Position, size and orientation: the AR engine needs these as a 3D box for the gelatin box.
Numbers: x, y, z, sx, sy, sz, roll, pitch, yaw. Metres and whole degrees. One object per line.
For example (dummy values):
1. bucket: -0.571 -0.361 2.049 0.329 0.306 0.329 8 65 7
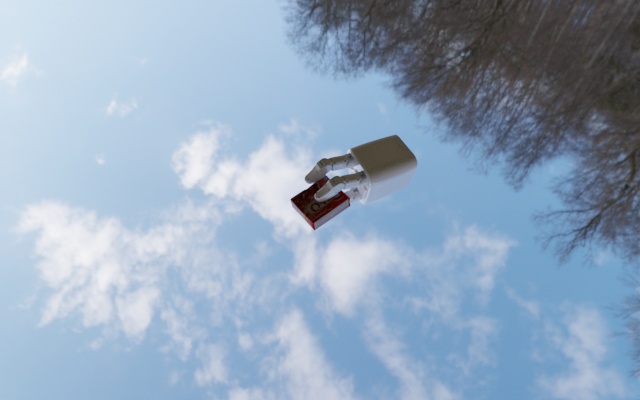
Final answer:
1. gelatin box: 0.000 0.003 0.896 0.089 0.073 0.030 -34 -32 -17
